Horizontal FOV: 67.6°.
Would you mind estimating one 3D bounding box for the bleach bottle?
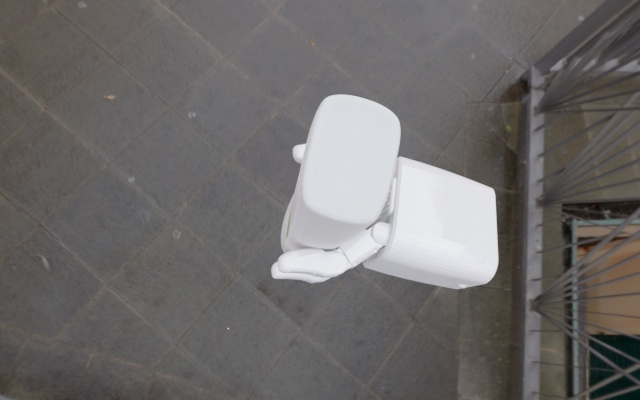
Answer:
[{"bbox_3d":[0.000,0.002,0.461,0.068,0.102,0.251,16,-17,-6],"label":"bleach bottle"}]
